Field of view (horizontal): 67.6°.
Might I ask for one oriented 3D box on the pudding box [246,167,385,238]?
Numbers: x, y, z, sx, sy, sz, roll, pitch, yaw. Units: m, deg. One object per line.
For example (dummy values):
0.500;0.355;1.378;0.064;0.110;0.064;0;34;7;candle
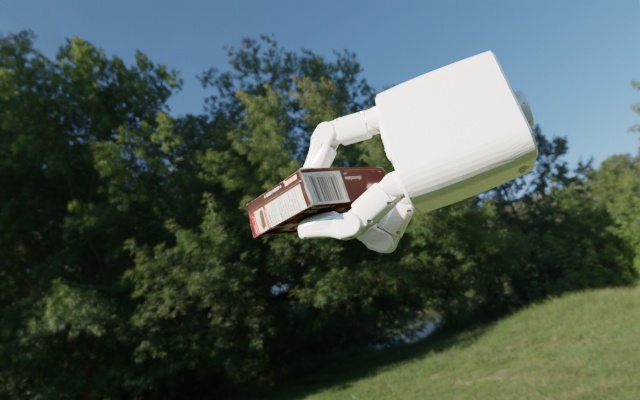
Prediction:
0.000;0.001;0.459;0.113;0.039;0.090;-2;-20;-43;pudding box
